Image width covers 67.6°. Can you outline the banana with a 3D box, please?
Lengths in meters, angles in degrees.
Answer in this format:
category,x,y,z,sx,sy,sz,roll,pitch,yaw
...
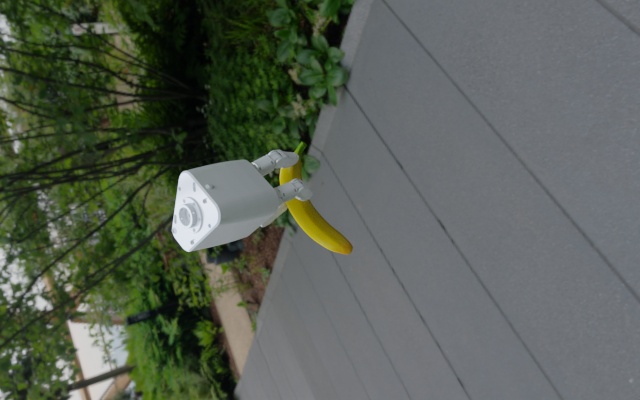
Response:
category,x,y,z,sx,sy,sz,roll,pitch,yaw
banana,-0.018,0.007,0.770,0.069,0.198,0.037,-25,-2,15
